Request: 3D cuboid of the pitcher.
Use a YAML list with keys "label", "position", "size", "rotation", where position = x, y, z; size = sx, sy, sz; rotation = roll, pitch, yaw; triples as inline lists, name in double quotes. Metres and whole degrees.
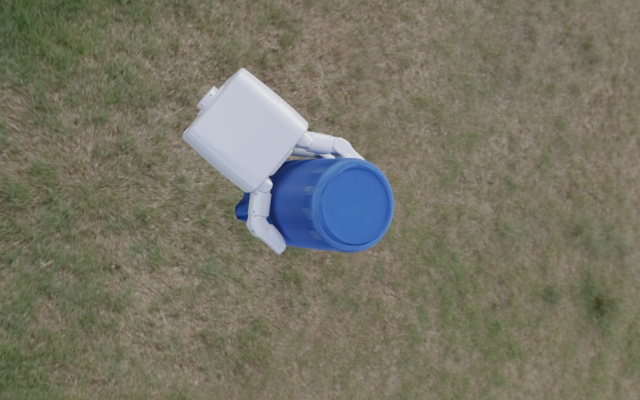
- label: "pitcher"
  position: [0.000, 0.002, 0.644]
  size: [0.145, 0.149, 0.243]
  rotation: [40, -15, -20]
